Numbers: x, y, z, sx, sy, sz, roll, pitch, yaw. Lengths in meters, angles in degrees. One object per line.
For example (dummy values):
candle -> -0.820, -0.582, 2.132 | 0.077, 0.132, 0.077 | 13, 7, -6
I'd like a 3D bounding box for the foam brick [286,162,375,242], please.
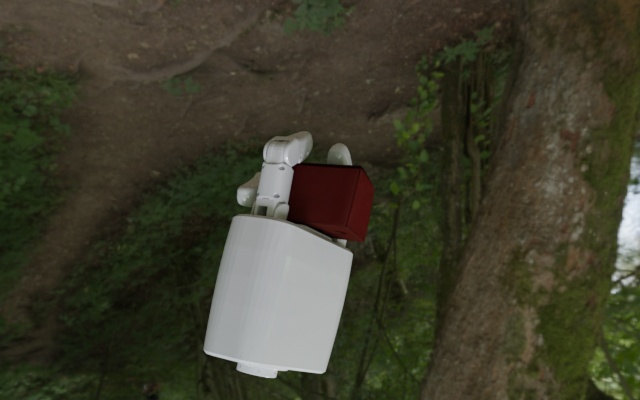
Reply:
foam brick -> 0.000, 0.001, 0.402 | 0.078, 0.051, 0.053 | 5, -17, 23
